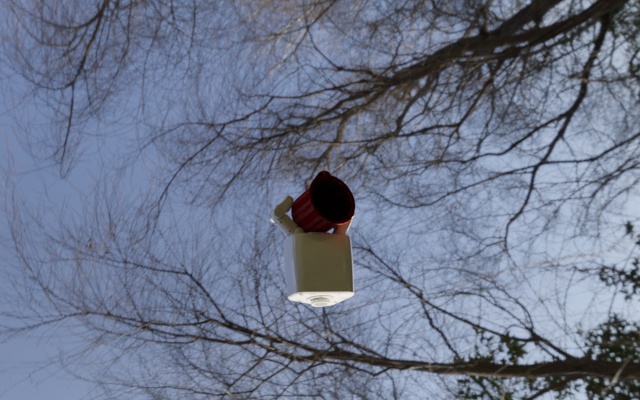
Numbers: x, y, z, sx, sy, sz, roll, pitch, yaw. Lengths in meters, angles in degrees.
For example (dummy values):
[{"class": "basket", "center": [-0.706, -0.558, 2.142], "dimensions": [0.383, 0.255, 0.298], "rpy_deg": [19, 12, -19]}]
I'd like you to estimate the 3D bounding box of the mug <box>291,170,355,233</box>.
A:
[{"class": "mug", "center": [0.000, 0.002, 0.845], "dimensions": [0.093, 0.117, 0.081], "rpy_deg": [13, -30, -29]}]
